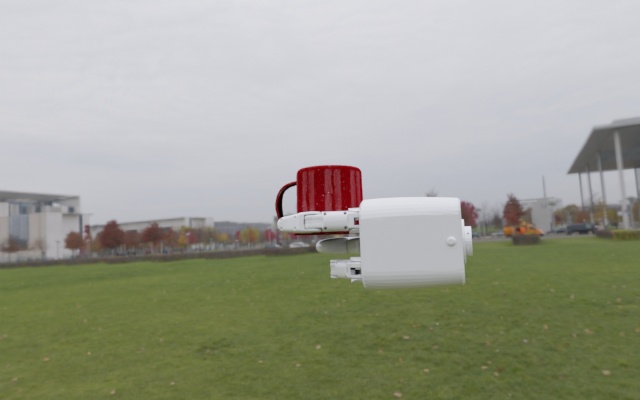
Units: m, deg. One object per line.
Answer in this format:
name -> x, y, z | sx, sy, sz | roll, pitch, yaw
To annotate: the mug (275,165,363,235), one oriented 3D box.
mug -> -0.001, 0.002, 0.594 | 0.117, 0.081, 0.093 | -3, -4, 17
